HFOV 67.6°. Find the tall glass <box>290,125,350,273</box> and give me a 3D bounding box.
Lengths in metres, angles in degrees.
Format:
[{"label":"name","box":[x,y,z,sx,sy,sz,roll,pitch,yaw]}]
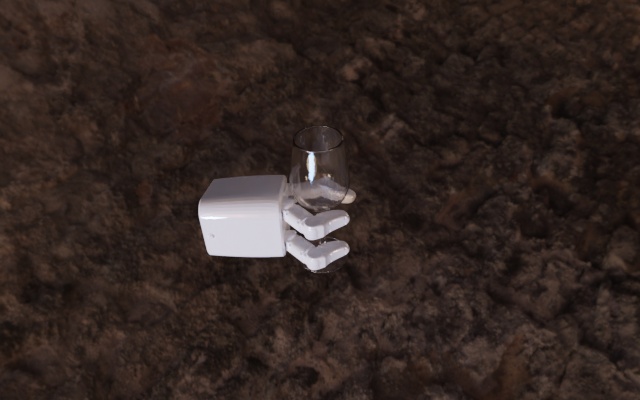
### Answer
[{"label":"tall glass","box":[0.000,0.003,0.639,0.079,0.201,0.079,-1,39,1]}]
